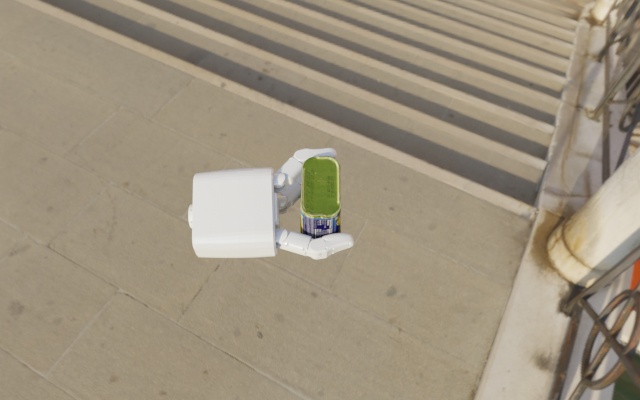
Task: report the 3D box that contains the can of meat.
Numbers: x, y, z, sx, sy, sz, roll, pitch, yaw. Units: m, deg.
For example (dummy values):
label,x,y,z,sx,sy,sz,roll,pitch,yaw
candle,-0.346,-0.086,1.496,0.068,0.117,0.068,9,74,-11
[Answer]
label,x,y,z,sx,sy,sz,roll,pitch,yaw
can of meat,0.000,0.002,0.649,0.057,0.102,0.084,0,-33,0
